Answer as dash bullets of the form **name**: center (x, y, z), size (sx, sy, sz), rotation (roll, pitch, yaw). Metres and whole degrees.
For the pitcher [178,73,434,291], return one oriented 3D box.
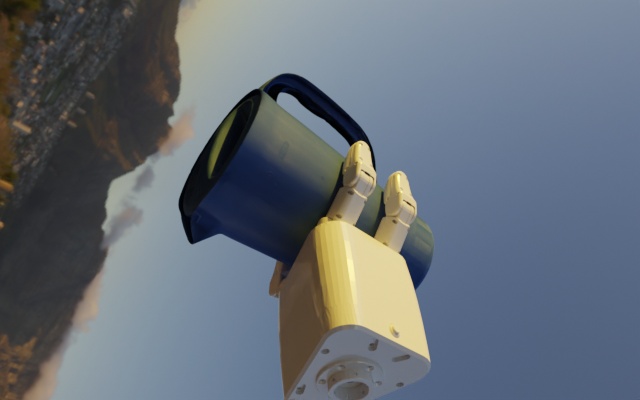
- **pitcher**: center (0.000, 0.002, 0.476), size (0.243, 0.149, 0.145), rotation (32, 27, -25)
